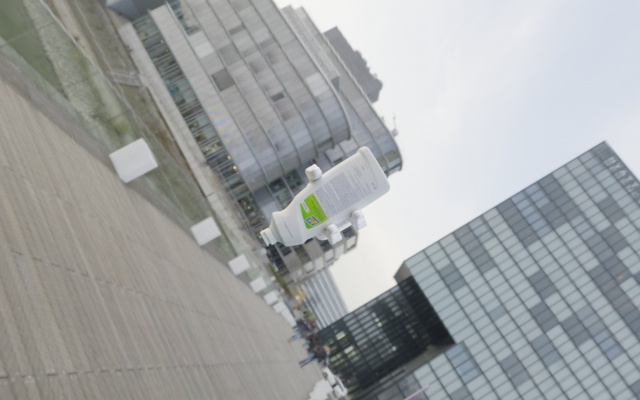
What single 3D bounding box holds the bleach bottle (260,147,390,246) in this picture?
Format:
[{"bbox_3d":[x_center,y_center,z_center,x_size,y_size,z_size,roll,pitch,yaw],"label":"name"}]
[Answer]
[{"bbox_3d":[0.000,0.003,0.891,0.251,0.102,0.068,-30,-7,-7],"label":"bleach bottle"}]
